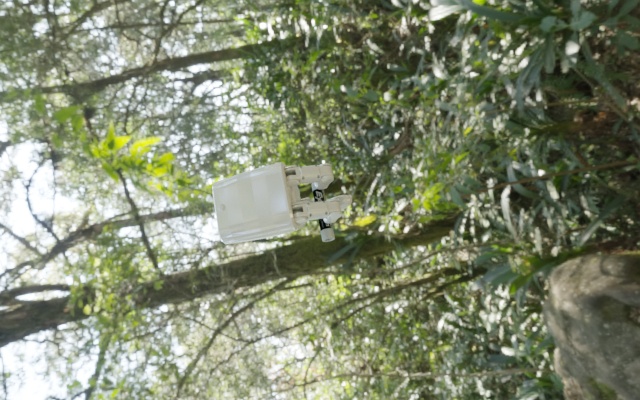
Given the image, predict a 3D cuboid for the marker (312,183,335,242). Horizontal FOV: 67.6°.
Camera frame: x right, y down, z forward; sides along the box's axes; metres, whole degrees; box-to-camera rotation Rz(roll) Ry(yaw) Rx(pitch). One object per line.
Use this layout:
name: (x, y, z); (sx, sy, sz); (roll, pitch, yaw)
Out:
marker: (0.000, 0.002, 0.720); (0.020, 0.121, 0.020); (-11, -19, -4)
